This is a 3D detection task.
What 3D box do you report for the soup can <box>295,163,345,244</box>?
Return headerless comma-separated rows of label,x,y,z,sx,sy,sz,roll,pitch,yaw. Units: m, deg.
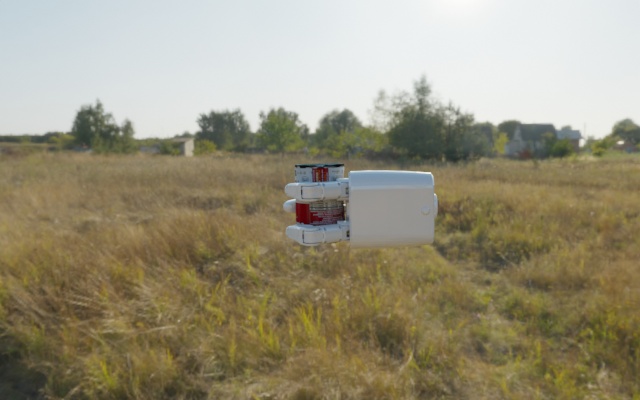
soup can,0.000,0.002,0.639,0.068,0.102,0.068,-1,6,0
